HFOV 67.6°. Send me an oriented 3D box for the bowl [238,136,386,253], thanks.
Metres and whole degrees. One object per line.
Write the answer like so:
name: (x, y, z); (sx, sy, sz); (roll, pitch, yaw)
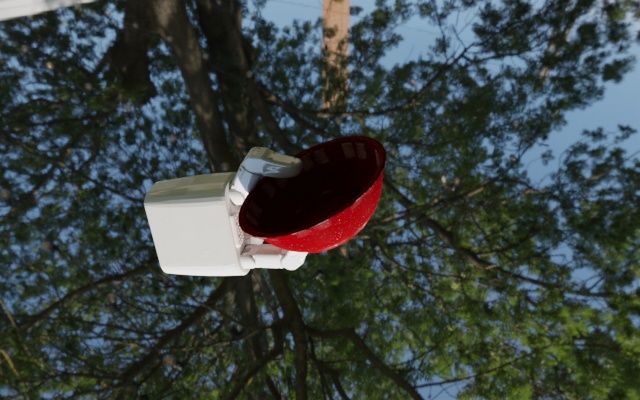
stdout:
bowl: (0.001, 0.002, 0.483); (0.162, 0.055, 0.162); (-23, 29, 13)
